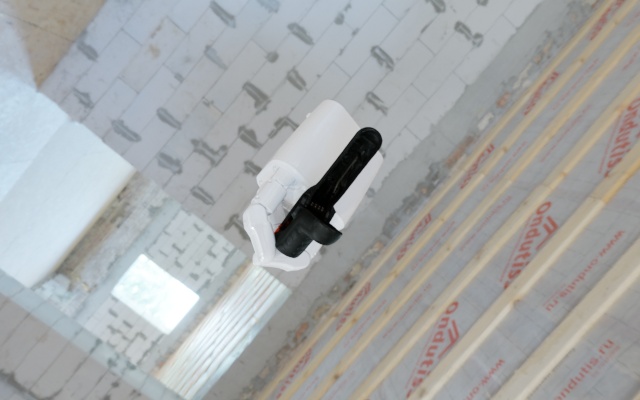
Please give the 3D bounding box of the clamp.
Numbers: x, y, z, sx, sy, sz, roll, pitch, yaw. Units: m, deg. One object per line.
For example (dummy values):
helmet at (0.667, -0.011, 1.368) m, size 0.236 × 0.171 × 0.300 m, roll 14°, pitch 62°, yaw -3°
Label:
clamp at (0.000, 0.002, 0.454) m, size 0.039 × 0.120 × 0.171 m, roll 39°, pitch -25°, yaw -10°
